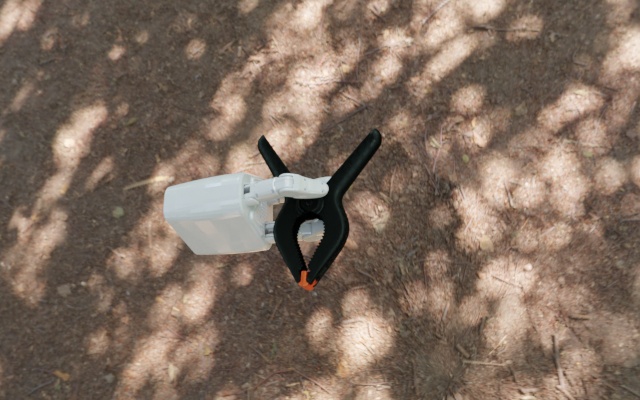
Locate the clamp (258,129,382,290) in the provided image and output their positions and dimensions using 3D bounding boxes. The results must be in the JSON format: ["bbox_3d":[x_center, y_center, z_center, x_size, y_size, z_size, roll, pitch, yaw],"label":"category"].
[{"bbox_3d":[0.000,0.002,0.587,0.164,0.210,0.036,-8,-22,14],"label":"clamp"}]
